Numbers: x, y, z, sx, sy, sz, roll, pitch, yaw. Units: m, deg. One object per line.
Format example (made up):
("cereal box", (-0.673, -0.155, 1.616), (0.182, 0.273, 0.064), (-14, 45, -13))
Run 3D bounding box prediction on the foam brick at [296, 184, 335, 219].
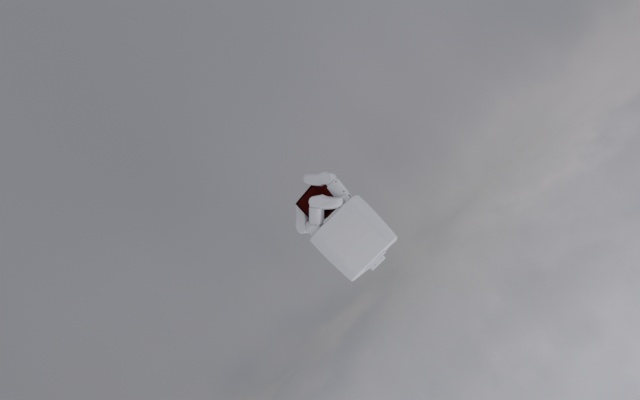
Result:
("foam brick", (0.000, 0.003, 0.900), (0.051, 0.053, 0.078), (45, 20, 12))
